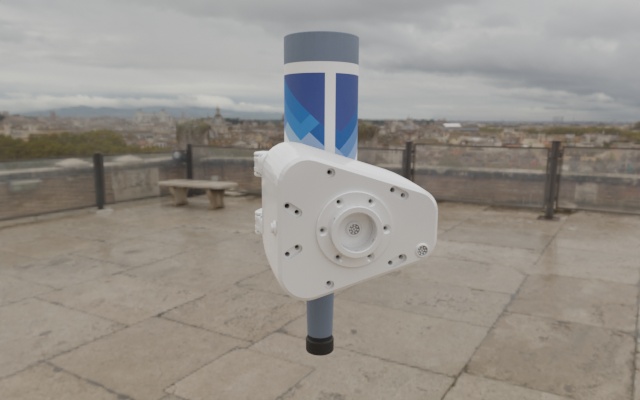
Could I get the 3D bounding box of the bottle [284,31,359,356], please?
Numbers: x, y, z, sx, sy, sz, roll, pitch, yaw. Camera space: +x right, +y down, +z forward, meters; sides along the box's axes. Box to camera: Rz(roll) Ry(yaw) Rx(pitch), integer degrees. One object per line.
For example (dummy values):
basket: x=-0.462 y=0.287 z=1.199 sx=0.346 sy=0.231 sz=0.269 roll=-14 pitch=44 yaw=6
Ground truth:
bottle: x=0.000 y=0.001 z=0.445 sx=0.069 sy=0.296 sz=0.069 roll=0 pitch=10 yaw=0
